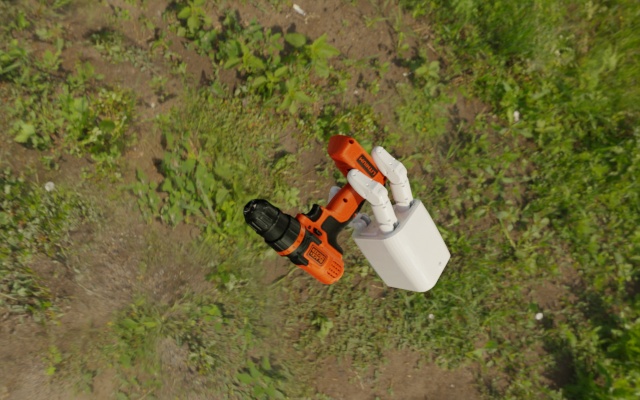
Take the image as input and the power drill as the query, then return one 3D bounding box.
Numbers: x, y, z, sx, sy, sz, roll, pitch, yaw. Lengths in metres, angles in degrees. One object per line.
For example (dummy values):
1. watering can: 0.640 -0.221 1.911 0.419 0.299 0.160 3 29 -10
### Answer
1. power drill: 0.001 0.002 0.670 0.184 0.187 0.057 43 -15 -35
